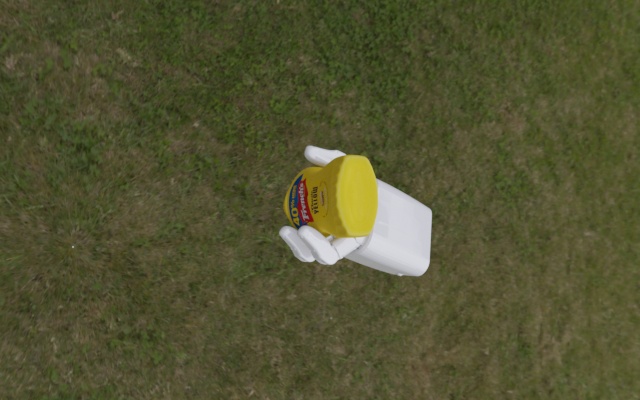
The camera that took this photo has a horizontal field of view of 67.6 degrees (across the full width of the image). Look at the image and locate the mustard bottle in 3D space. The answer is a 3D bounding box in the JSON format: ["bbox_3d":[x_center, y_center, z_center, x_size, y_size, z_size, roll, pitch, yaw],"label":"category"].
[{"bbox_3d":[0.000,0.002,0.625,0.058,0.096,0.191,-2,-4,-28],"label":"mustard bottle"}]
